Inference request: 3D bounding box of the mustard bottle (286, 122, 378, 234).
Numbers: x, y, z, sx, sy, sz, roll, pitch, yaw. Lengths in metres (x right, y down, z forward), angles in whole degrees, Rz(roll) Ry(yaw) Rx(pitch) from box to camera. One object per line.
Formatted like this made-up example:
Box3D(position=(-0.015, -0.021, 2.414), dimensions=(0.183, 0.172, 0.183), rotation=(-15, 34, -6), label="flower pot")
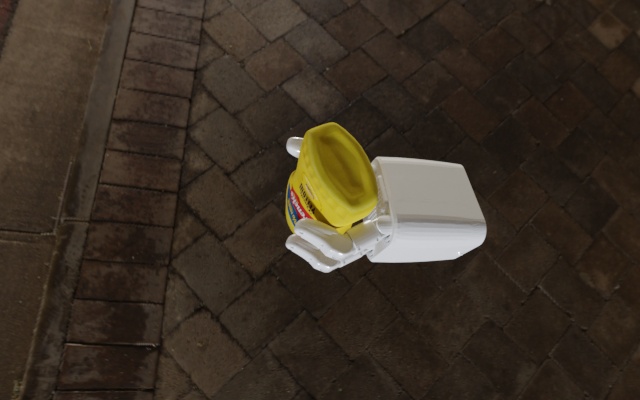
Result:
Box3D(position=(0.000, 0.002, 0.526), dimensions=(0.058, 0.096, 0.192), rotation=(-23, -14, -21), label="mustard bottle")
